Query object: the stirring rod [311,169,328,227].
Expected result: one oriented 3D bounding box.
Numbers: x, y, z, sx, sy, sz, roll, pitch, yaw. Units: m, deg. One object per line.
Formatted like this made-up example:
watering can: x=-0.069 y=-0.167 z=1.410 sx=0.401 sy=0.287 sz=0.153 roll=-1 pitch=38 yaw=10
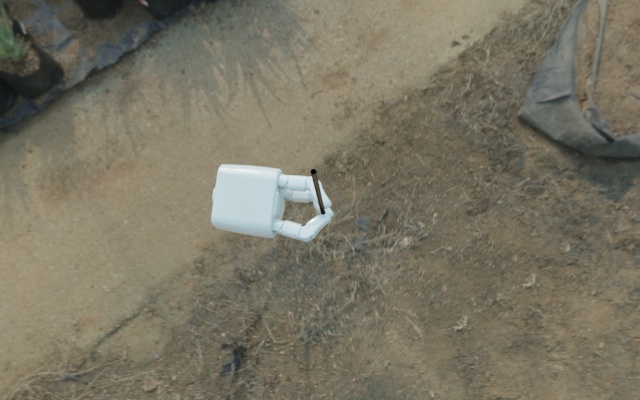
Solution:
stirring rod: x=0.000 y=0.003 z=0.750 sx=0.011 sy=0.011 sz=0.240 roll=0 pitch=-20 yaw=5
